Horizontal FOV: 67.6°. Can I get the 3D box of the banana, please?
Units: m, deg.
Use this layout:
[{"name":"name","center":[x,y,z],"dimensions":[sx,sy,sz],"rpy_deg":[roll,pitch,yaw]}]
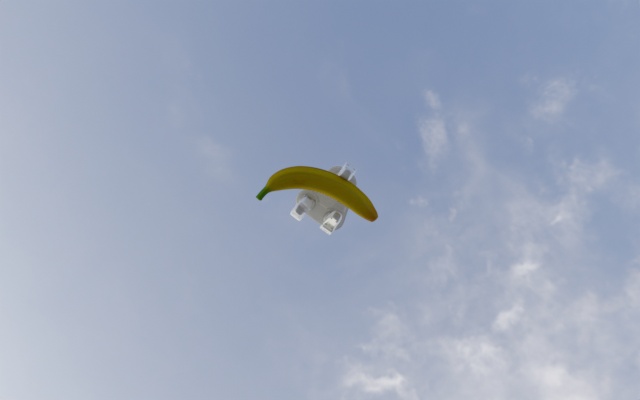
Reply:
[{"name":"banana","center":[0.000,-0.016,0.770],"dimensions":[0.198,0.069,0.037],"rpy_deg":[11,2,1]}]
